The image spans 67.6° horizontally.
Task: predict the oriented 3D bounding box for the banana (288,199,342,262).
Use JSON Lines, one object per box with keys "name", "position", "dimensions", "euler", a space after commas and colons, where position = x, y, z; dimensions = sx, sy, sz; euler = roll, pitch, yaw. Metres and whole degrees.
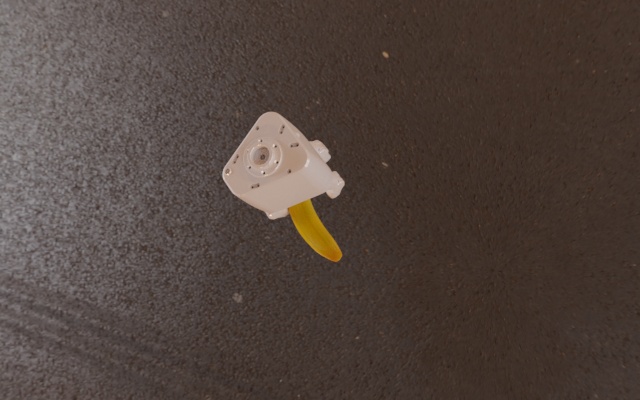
{"name": "banana", "position": [-0.019, 0.003, 0.744], "dimensions": [0.069, 0.197, 0.037], "euler": [-13, -15, 7]}
